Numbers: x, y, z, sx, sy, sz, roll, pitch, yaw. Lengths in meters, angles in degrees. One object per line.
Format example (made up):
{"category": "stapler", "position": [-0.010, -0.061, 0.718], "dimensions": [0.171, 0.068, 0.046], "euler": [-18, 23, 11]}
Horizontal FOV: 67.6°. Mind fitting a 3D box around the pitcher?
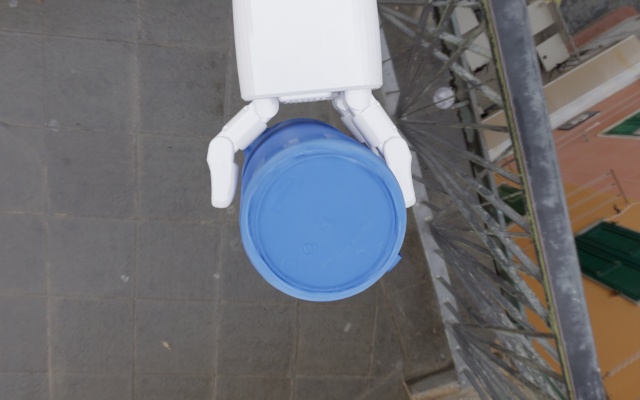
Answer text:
{"category": "pitcher", "position": [0.000, 0.001, 0.415], "dimensions": [0.149, 0.145, 0.243], "euler": [-5, 10, -5]}
